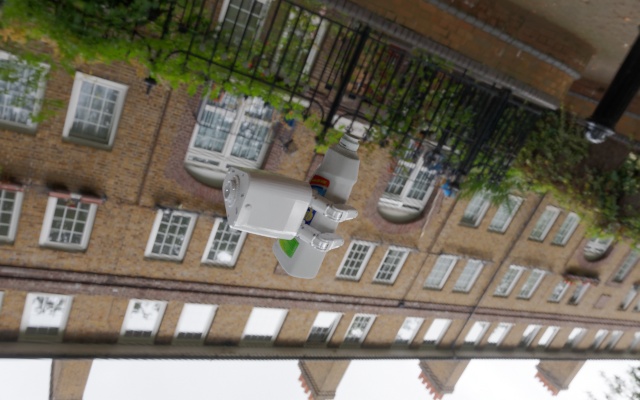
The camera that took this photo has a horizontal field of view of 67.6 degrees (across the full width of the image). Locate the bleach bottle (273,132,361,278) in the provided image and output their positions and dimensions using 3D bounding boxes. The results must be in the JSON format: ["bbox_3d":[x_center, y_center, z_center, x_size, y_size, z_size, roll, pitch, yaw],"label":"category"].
[{"bbox_3d":[0.000,0.003,0.804,0.068,0.251,0.102,12,22,-31],"label":"bleach bottle"}]
